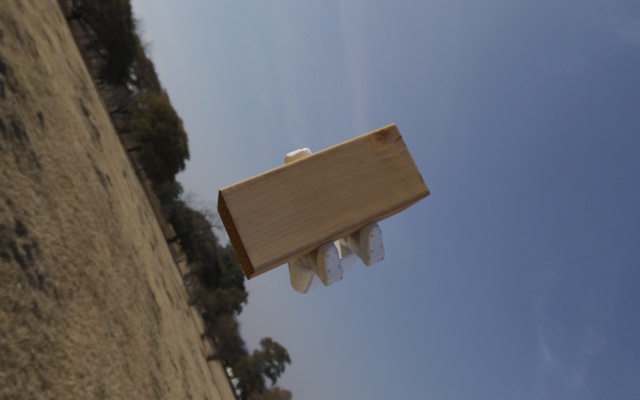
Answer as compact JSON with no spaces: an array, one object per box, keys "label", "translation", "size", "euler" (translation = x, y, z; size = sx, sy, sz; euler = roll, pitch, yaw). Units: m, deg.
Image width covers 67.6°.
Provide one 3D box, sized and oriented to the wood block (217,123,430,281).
[{"label":"wood block","translation":[0.000,0.002,0.529],"size":[0.206,0.091,0.090],"euler":[-23,-9,-18]}]
